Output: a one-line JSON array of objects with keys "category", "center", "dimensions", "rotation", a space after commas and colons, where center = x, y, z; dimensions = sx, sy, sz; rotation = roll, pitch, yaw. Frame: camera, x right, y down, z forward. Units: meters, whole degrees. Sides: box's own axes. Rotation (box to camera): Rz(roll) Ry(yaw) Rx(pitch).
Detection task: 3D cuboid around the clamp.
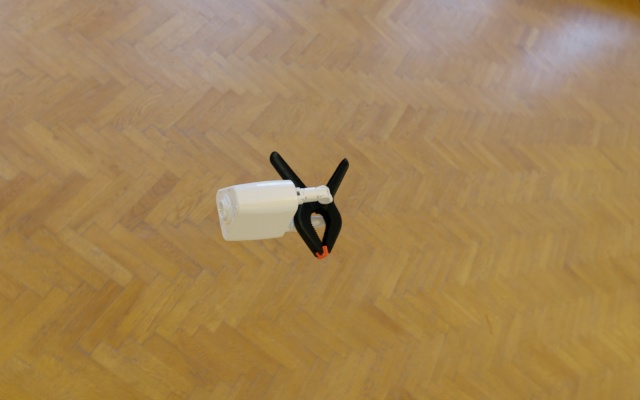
[{"category": "clamp", "center": [0.000, 0.003, 0.890], "dimensions": [0.164, 0.210, 0.036], "rotation": [-5, -18, -28]}]
